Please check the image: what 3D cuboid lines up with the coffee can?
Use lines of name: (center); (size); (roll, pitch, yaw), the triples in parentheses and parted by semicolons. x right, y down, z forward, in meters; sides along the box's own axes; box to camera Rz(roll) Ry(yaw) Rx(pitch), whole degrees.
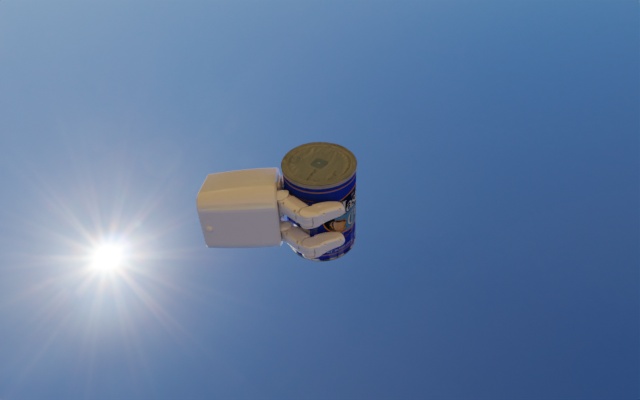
coffee can: (0.000, 0.002, 0.685); (0.103, 0.140, 0.102); (-1, 39, 1)
